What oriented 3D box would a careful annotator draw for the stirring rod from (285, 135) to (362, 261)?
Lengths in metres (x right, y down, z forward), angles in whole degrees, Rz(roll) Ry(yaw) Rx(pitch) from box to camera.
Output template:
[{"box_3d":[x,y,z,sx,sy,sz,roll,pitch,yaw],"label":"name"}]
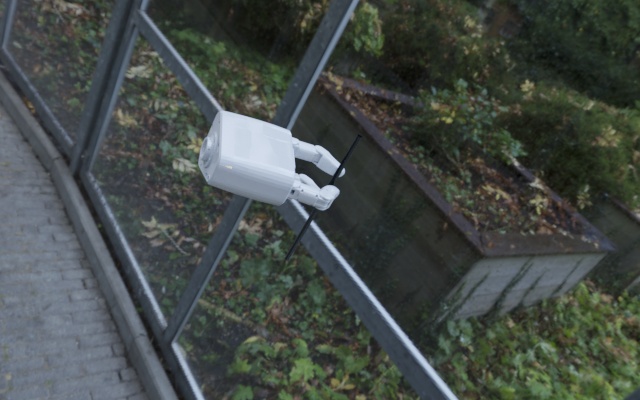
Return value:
[{"box_3d":[0.000,0.002,0.721,0.011,0.240,0.011,24,28,-13],"label":"stirring rod"}]
